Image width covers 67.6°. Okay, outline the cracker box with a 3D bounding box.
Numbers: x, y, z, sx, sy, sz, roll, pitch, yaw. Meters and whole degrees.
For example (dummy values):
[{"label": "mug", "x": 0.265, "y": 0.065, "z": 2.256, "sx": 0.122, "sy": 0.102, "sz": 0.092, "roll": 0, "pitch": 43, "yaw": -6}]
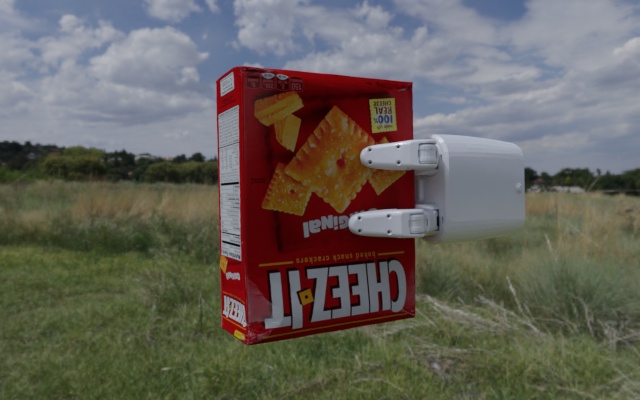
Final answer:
[{"label": "cracker box", "x": 0.000, "y": 0.001, "z": 0.413, "sx": 0.164, "sy": 0.213, "sz": 0.072, "roll": -1, "pitch": 0, "yaw": -28}]
